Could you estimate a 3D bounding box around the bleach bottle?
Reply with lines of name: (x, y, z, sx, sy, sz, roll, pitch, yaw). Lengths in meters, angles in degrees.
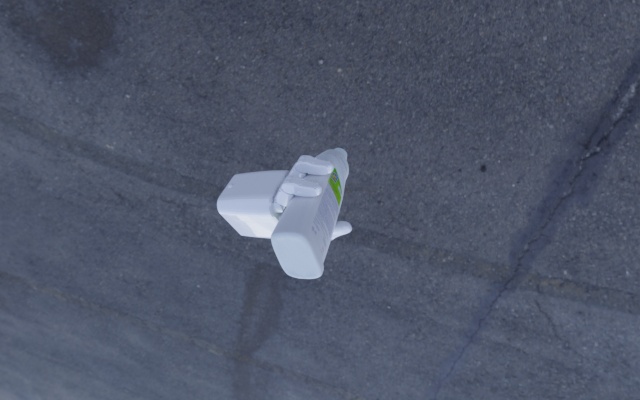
bleach bottle: (0.000, 0.003, 0.788, 0.068, 0.103, 0.250, -1, 40, 24)
